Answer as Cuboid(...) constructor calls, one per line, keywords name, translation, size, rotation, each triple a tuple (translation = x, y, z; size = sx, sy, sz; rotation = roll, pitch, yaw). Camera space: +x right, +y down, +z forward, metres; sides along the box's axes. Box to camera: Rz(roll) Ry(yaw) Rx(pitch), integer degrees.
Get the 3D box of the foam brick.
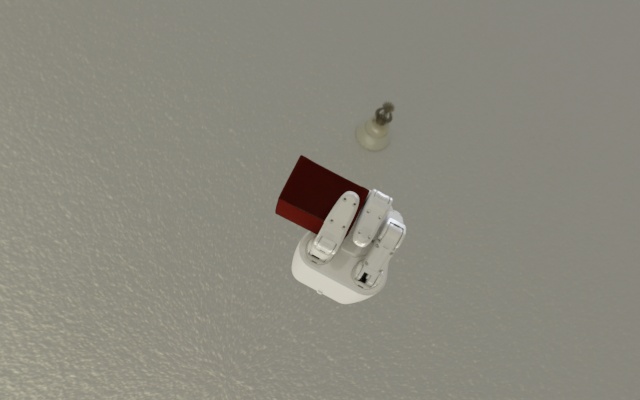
Cuboid(name="foam brick", translation=(0.000, 0.001, 0.481), size=(0.078, 0.053, 0.051), rotation=(28, -20, 0))
